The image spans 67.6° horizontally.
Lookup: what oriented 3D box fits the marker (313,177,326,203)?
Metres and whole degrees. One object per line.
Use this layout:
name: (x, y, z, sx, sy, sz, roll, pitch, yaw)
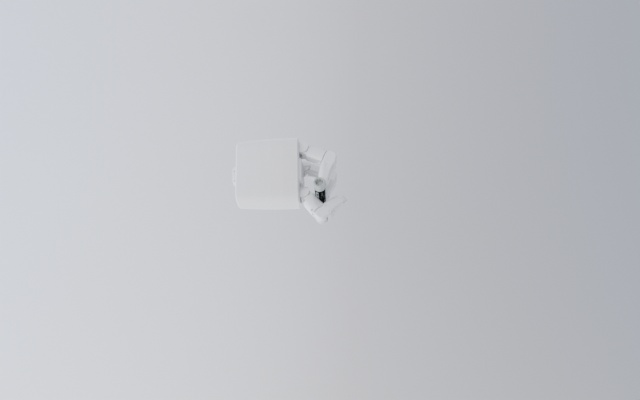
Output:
marker: (0.000, 0.003, 0.802, 0.020, 0.020, 0.121, 0, -32, 2)
